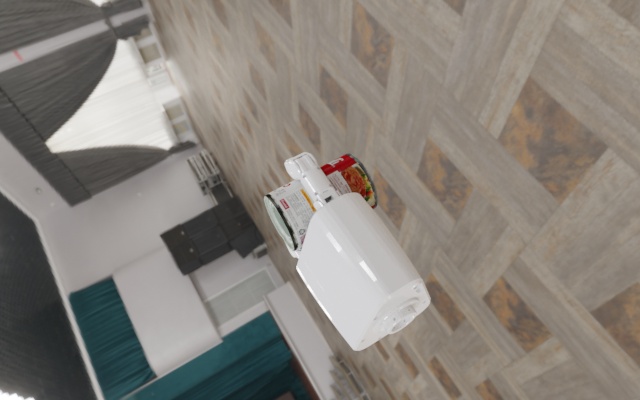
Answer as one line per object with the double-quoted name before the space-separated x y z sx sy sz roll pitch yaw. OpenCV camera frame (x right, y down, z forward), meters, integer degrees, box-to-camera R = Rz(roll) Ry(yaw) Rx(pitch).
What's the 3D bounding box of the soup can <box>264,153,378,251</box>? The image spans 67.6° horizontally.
"soup can" 0.000 0.001 0.508 0.102 0.068 0.068 -28 8 -15
